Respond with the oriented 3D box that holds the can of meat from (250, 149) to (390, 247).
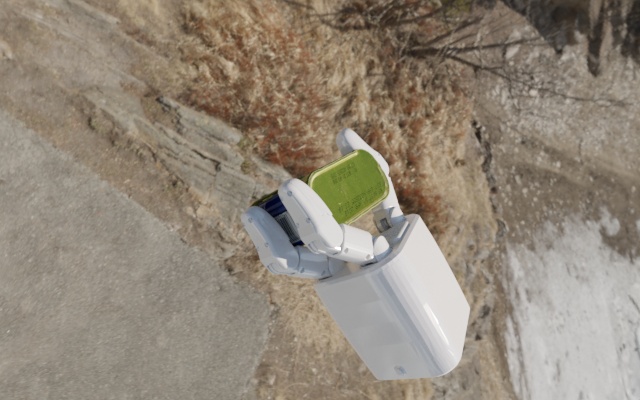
[{"bbox_3d":[0.000,0.001,0.421,0.084,0.057,0.102,-26,4,45],"label":"can of meat"}]
